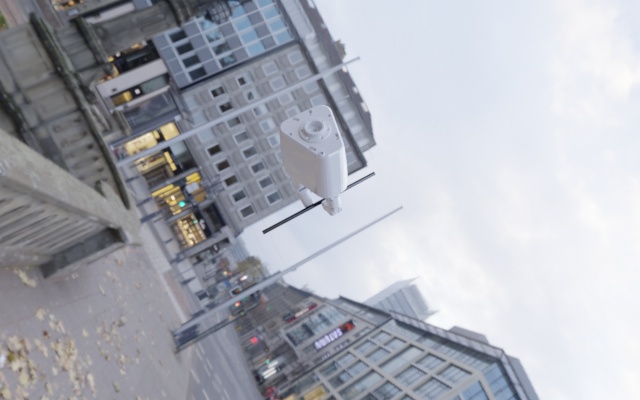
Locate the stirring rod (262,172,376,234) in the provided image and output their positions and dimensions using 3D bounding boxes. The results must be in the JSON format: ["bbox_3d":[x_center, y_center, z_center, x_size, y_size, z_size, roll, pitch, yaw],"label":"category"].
[{"bbox_3d":[0.000,0.003,0.881,0.239,0.011,0.011,-28,7,-14],"label":"stirring rod"}]
